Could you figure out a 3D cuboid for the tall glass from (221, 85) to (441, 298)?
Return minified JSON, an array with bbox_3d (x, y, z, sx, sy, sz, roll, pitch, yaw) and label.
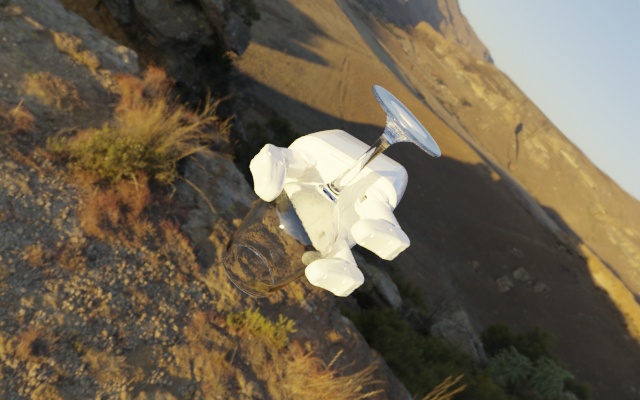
[{"bbox_3d":[0.000,0.001,0.403,0.201,0.079,0.079,-43,-20,23],"label":"tall glass"}]
